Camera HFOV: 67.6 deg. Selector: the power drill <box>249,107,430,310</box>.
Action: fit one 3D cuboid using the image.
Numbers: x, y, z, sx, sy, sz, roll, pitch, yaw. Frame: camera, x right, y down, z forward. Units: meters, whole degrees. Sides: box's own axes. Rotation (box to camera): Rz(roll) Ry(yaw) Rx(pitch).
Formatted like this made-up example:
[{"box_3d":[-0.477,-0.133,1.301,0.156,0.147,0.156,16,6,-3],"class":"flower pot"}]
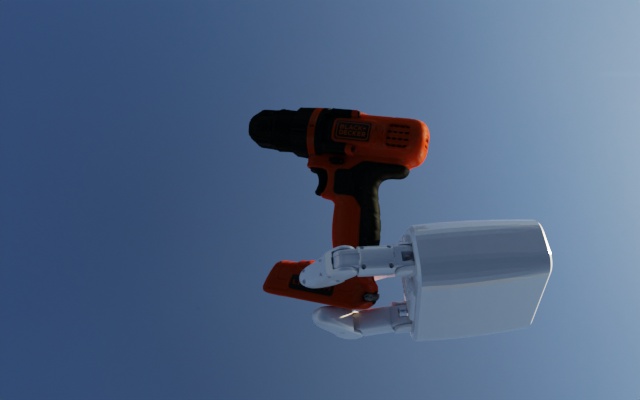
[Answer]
[{"box_3d":[0.000,0.002,0.460,0.184,0.187,0.057,8,-6,21],"class":"power drill"}]
